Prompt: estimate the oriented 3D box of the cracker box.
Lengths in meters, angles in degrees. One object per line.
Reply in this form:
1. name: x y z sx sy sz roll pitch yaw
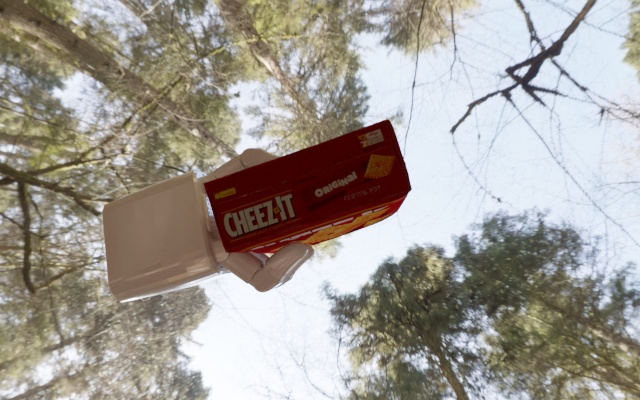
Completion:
1. cracker box: 0.000 0.001 0.488 0.164 0.072 0.214 -19 -7 4
